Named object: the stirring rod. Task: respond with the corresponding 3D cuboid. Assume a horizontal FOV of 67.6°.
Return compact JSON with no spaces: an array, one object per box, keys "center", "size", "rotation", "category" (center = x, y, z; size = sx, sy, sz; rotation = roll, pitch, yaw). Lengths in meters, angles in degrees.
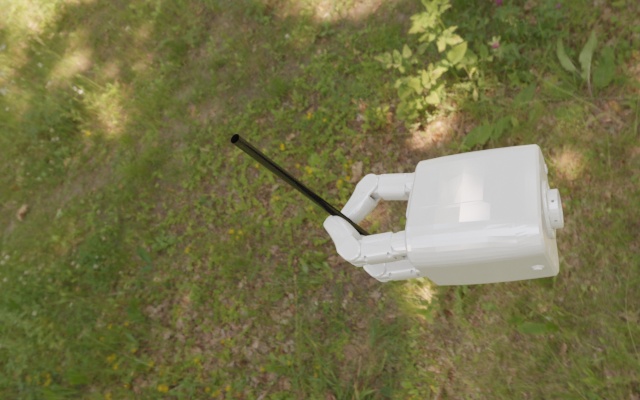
[{"center":[0.000,0.001,0.441],"size":[0.011,0.011,0.240],"rotation":[0,-23,34],"category":"stirring rod"}]
